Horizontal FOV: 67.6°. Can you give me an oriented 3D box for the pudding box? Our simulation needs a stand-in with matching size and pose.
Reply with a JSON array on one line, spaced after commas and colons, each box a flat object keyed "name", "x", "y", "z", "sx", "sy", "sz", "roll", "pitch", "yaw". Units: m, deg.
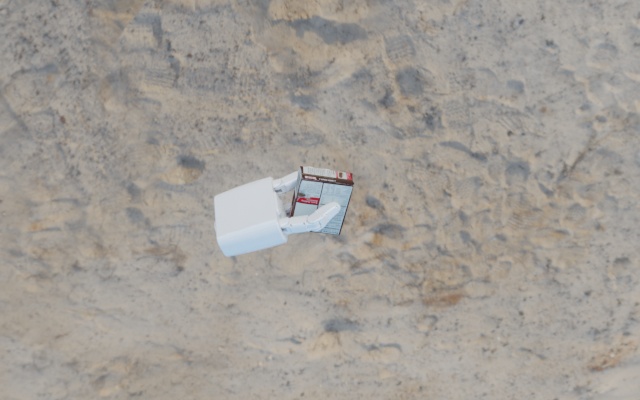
[{"name": "pudding box", "x": 0.000, "y": 0.003, "z": 0.794, "sx": 0.090, "sy": 0.114, "sz": 0.039, "roll": 7, "pitch": 39, "yaw": -10}]
